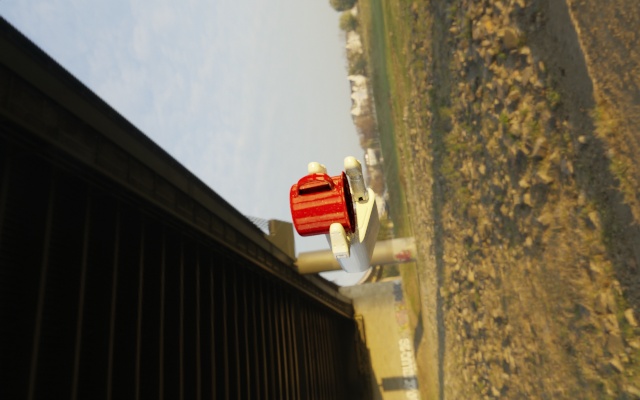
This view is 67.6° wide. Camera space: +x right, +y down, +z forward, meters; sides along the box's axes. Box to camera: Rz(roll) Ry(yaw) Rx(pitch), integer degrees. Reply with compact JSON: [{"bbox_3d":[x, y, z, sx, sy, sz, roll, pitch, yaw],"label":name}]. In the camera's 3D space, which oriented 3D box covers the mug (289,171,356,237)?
[{"bbox_3d":[0.000,0.002,0.695,0.081,0.093,0.117,-10,-36,10],"label":"mug"}]
